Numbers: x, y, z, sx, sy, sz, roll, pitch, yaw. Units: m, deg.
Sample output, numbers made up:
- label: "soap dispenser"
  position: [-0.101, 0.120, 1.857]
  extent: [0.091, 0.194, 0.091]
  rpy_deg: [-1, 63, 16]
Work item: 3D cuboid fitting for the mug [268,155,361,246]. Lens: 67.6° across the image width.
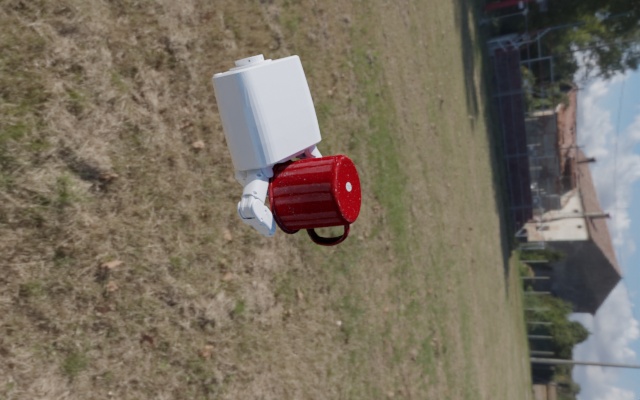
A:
- label: "mug"
  position: [0.001, 0.003, 0.564]
  extent: [0.081, 0.117, 0.093]
  rpy_deg: [-6, 21, 25]
